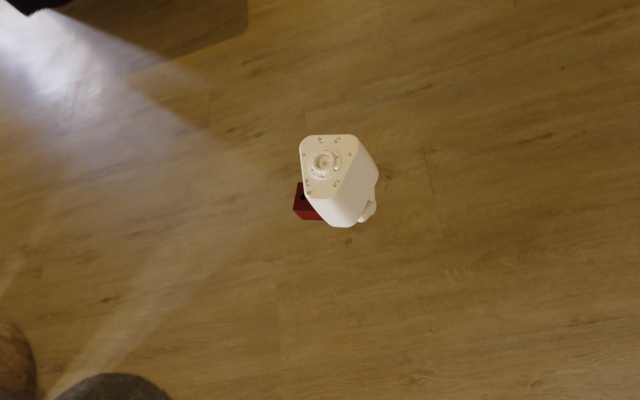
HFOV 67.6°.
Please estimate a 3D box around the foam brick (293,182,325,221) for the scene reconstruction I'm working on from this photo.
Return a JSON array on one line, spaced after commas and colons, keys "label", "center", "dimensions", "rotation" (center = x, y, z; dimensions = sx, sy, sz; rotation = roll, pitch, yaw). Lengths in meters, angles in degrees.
[{"label": "foam brick", "center": [0.000, 0.003, 0.801], "dimensions": [0.078, 0.053, 0.051], "rotation": [2, -20, 22]}]
